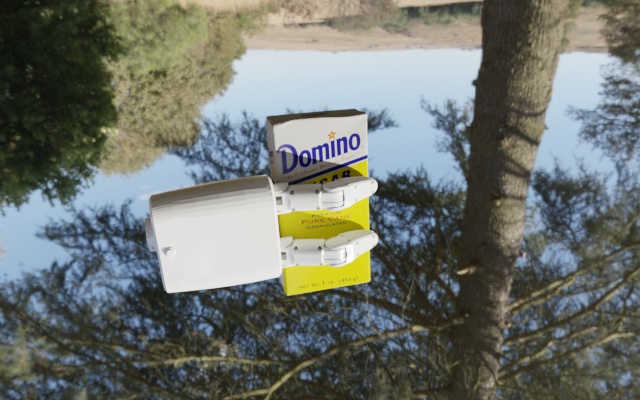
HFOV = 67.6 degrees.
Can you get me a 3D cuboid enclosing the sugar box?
[{"bbox_3d":[0.000,0.002,0.477,0.093,0.176,0.048,-8,21,-13],"label":"sugar box"}]
